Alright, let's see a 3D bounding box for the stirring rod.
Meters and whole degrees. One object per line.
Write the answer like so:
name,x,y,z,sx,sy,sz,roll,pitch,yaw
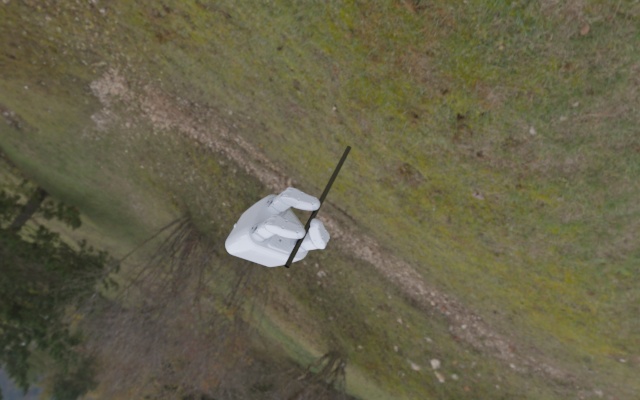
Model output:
stirring rod,0.000,0.002,0.739,0.011,0.239,0.011,20,-32,13
